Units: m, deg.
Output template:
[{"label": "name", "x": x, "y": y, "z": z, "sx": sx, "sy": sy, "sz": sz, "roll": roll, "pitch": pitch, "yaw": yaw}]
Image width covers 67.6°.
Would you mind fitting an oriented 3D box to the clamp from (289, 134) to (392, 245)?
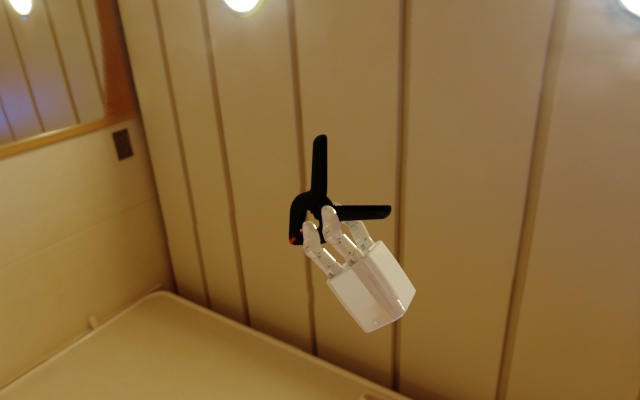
[{"label": "clamp", "x": 0.000, "y": 0.003, "z": 0.789, "sx": 0.210, "sy": 0.164, "sz": 0.036, "roll": -40, "pitch": -6, "yaw": 42}]
